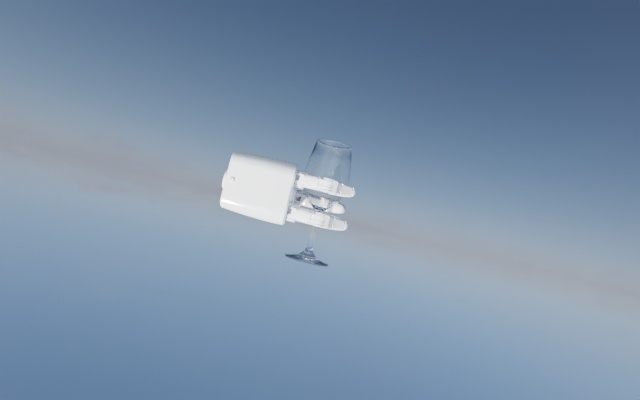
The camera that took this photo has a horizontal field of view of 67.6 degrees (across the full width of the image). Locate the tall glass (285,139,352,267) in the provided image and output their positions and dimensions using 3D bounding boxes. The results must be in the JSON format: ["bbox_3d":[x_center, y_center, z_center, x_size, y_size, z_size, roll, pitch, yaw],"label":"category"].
[{"bbox_3d":[0.000,0.003,0.791,0.079,0.201,0.079,14,-2,0],"label":"tall glass"}]
